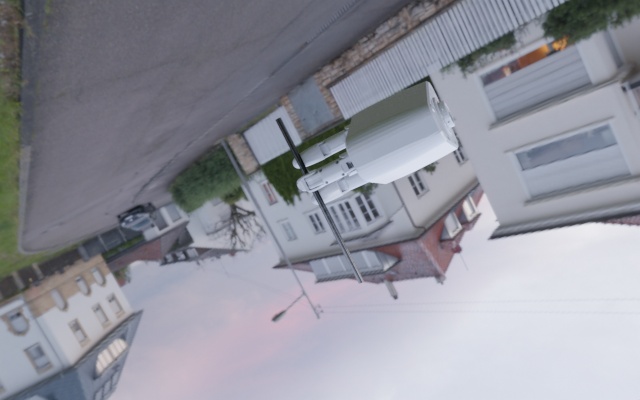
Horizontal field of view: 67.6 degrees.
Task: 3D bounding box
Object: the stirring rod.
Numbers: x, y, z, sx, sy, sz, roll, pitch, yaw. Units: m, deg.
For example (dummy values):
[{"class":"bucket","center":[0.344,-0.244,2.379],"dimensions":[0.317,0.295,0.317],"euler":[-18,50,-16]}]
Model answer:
[{"class":"stirring rod","center":[0.000,0.002,0.622],"dimensions":[0.011,0.239,0.011],"euler":[-27,6,3]}]
